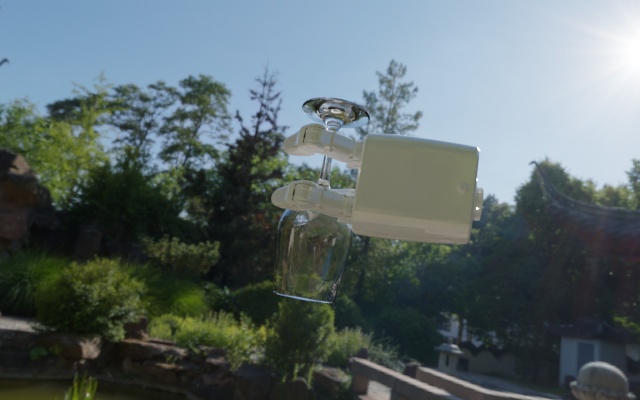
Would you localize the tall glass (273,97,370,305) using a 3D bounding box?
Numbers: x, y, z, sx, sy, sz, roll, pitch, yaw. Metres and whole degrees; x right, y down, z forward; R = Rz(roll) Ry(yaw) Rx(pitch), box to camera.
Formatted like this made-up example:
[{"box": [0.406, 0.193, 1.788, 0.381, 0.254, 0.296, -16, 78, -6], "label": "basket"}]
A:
[{"box": [0.000, 0.001, 0.491, 0.079, 0.201, 0.079, 10, -12, 2], "label": "tall glass"}]
